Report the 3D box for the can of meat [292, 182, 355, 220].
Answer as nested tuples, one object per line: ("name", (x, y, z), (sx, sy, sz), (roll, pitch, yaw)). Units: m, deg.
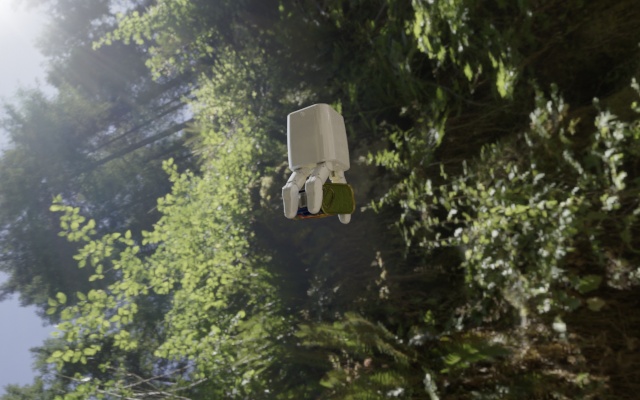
("can of meat", (0.000, 0.003, 0.873), (0.084, 0.057, 0.102), (-11, -7, 38))
